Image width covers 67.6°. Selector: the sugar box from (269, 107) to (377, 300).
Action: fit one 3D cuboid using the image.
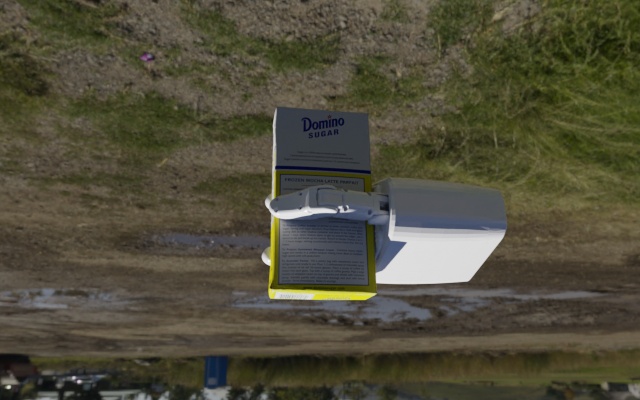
[{"bbox_3d":[0.000,0.002,0.447,0.093,0.176,0.048,3,-22,-9],"label":"sugar box"}]
